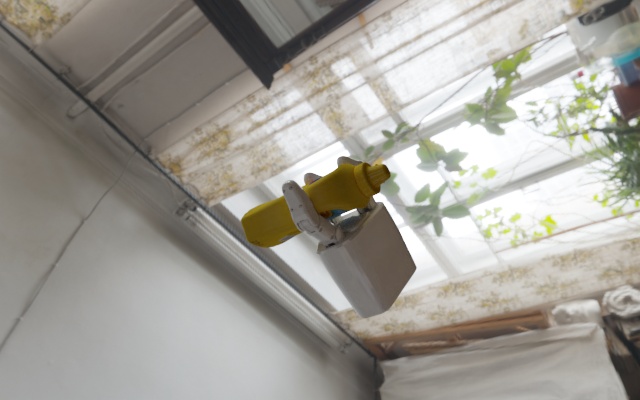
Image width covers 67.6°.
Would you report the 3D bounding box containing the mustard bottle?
[{"bbox_3d":[0.000,0.002,0.591,0.192,0.058,0.096,-24,-11,28],"label":"mustard bottle"}]
